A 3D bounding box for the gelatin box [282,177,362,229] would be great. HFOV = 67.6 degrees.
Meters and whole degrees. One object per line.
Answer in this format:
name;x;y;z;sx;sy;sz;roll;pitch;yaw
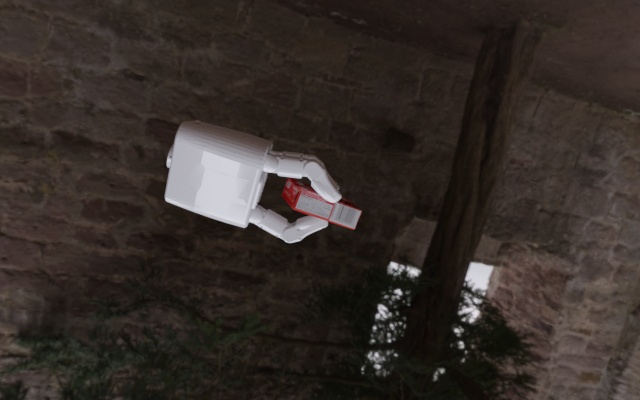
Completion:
gelatin box;0.000;0.003;0.616;0.089;0.030;0.073;19;8;-18
